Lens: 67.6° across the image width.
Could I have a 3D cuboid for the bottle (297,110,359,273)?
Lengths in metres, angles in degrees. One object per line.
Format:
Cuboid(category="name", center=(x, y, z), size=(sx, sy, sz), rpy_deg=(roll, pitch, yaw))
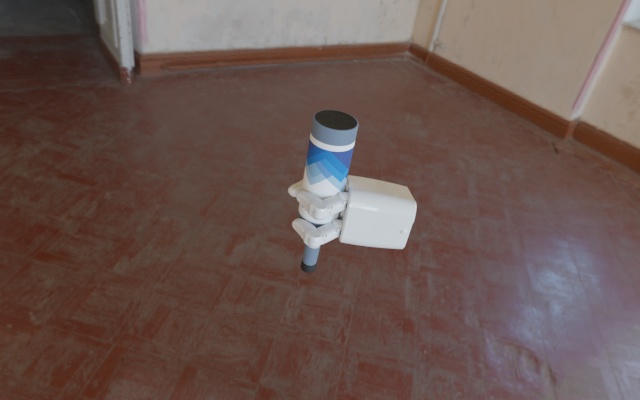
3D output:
Cuboid(category="bottle", center=(0.000, 0.002, 0.769), size=(0.069, 0.296, 0.069), rpy_deg=(7, 35, -5))
